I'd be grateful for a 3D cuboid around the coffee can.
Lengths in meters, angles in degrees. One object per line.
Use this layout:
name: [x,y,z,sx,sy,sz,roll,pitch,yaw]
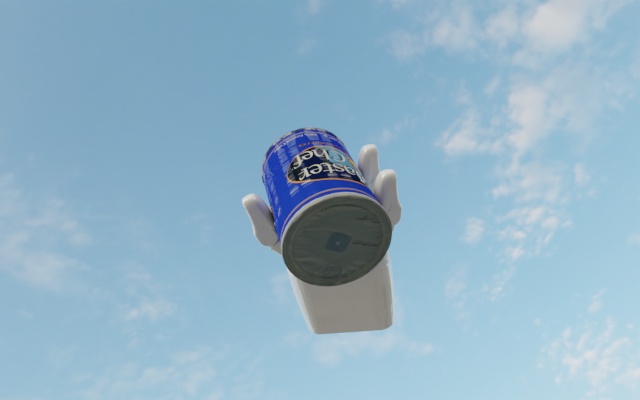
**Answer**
coffee can: [0.000,0.002,0.482,0.103,0.103,0.140,0,33,-16]
